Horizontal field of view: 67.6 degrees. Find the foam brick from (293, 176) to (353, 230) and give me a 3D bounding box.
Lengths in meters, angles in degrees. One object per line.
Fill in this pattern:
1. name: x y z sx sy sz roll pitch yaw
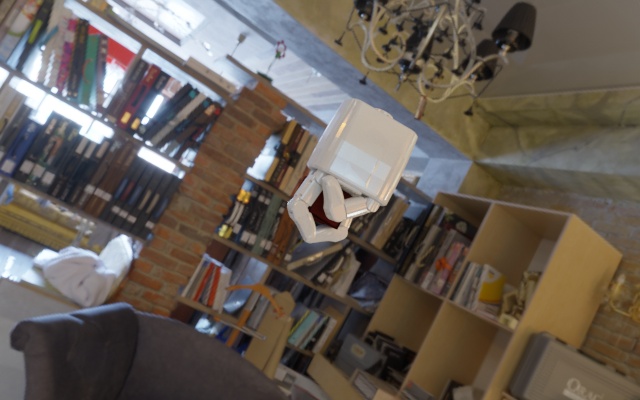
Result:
1. foam brick: 0.000 0.002 0.671 0.053 0.051 0.078 30 -6 -25
